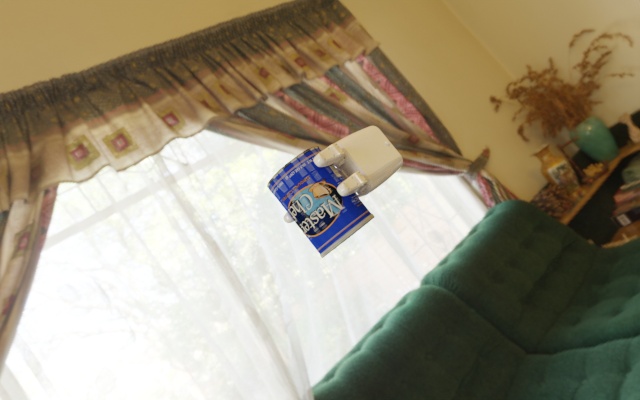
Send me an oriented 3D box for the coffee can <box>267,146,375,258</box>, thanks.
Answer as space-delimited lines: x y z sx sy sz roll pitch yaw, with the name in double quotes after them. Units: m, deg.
0.000 0.003 0.735 0.103 0.140 0.103 -38 -6 -5 "coffee can"
